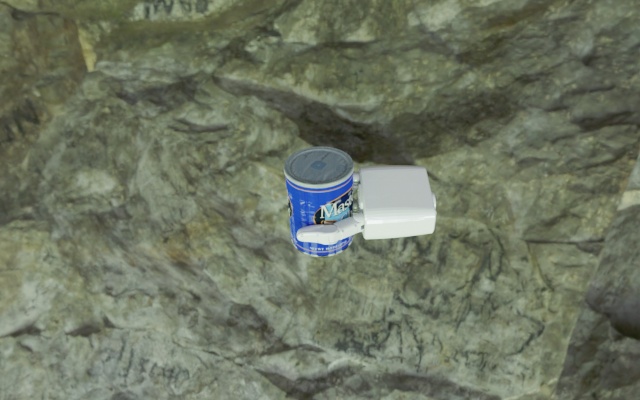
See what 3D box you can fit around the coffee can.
[{"bbox_3d":[0.000,0.002,0.738,0.103,0.140,0.102,-2,38,1],"label":"coffee can"}]
